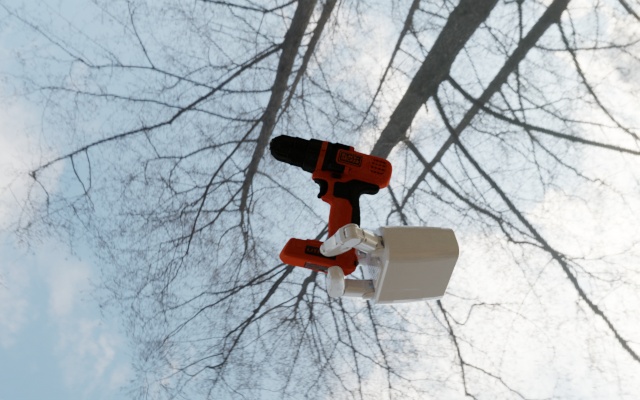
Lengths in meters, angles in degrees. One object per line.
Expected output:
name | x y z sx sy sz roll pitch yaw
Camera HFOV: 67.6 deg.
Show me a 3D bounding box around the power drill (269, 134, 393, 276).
power drill | 0.000 0.003 0.676 0.184 0.187 0.057 14 -19 0
